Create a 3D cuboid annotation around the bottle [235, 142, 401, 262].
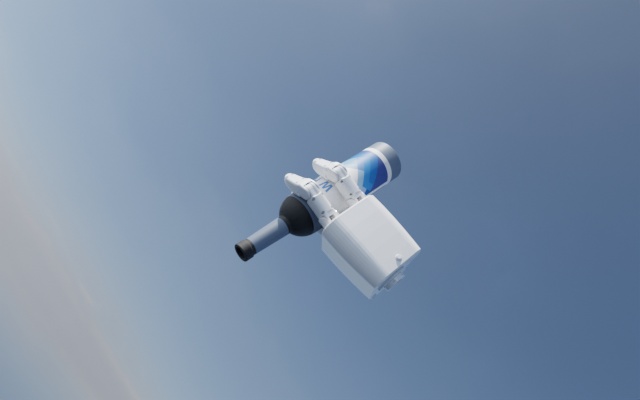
[{"bbox_3d":[0.000,0.002,0.711,0.295,0.069,0.069,-32,18,-30],"label":"bottle"}]
